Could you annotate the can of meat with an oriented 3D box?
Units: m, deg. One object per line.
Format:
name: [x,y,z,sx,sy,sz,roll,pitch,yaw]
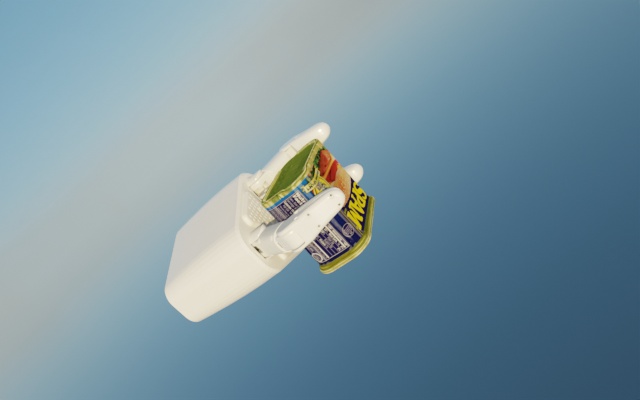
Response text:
can of meat: [0.000,0.001,0.435,0.057,0.084,0.102,-36,17,25]
